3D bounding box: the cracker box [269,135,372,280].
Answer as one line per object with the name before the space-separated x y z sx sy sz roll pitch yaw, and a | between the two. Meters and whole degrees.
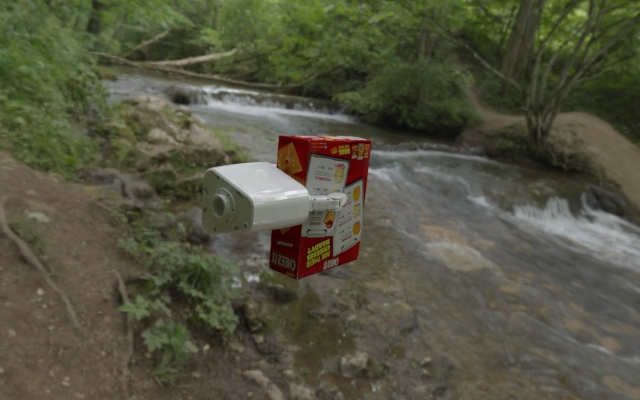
cracker box | 0.000 0.002 0.778 0.072 0.214 0.164 16 16 38
